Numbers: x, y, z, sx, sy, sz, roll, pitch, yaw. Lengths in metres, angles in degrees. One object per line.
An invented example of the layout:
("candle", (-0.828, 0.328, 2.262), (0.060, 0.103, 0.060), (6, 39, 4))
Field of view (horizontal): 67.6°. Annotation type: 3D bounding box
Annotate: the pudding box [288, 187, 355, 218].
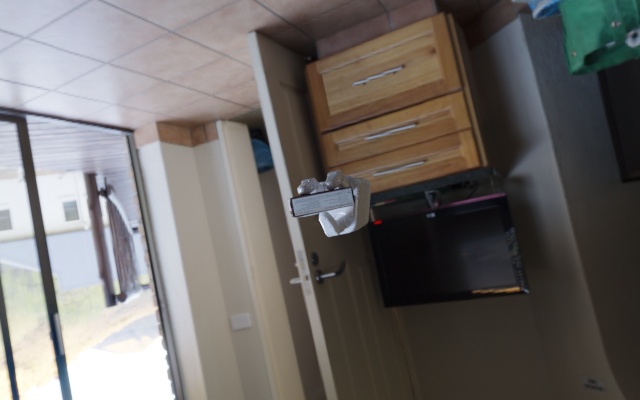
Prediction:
("pudding box", (0.000, 0.003, 0.860), (0.113, 0.039, 0.090), (-13, -1, -6))
